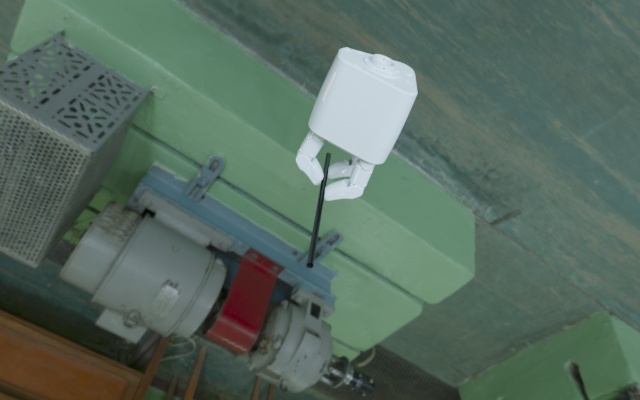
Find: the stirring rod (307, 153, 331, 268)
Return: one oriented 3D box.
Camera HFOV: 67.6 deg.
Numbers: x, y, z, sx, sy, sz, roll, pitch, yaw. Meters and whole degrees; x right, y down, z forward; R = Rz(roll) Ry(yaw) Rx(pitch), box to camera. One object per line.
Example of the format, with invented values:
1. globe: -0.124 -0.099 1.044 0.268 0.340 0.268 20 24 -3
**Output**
1. stirring rod: 0.000 0.002 0.645 0.011 0.011 0.239 0 37 7
